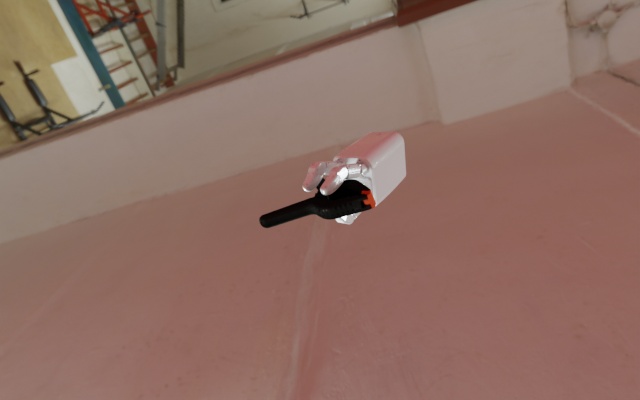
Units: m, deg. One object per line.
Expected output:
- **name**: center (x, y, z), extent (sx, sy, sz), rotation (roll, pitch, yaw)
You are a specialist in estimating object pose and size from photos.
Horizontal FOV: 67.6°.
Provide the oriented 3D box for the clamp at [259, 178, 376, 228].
- **clamp**: center (0.001, 0.003, 0.823), extent (0.210, 0.036, 0.164), rotation (7, 41, 48)
